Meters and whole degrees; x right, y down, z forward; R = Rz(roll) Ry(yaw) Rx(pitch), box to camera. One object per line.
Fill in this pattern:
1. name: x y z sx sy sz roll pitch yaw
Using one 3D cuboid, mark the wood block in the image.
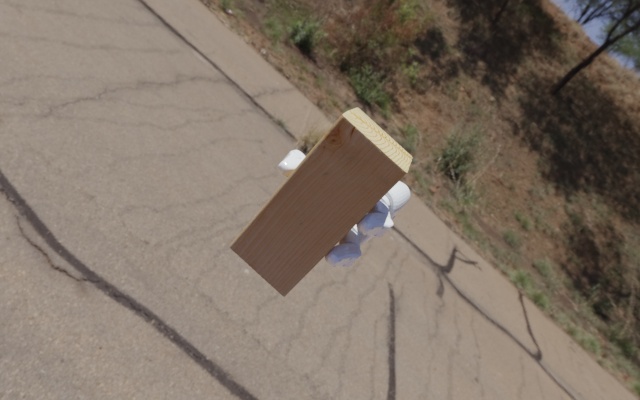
1. wood block: 0.000 0.001 0.557 0.091 0.206 0.090 42 22 0
